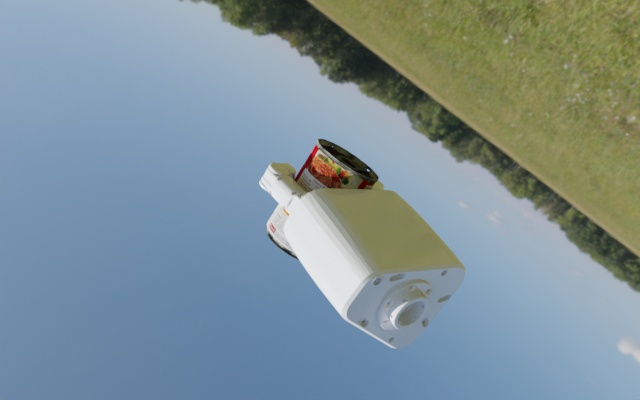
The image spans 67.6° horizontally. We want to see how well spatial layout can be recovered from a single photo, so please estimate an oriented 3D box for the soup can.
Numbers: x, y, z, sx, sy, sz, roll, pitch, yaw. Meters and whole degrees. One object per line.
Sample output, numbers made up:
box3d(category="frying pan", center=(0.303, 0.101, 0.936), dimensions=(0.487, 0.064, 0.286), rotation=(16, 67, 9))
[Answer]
box3d(category="soup can", center=(0.000, 0.001, 0.462), dimensions=(0.068, 0.102, 0.068), rotation=(30, 17, -10))
